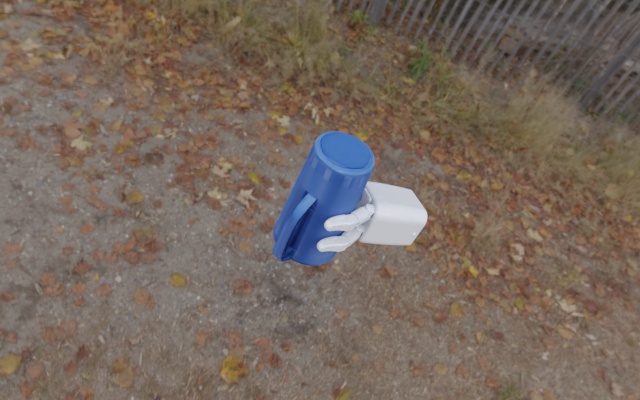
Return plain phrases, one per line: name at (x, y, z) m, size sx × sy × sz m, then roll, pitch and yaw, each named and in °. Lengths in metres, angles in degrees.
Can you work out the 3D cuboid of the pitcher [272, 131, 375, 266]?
pitcher at (0.000, 0.003, 0.859) m, size 0.145 × 0.149 × 0.243 m, roll 8°, pitch -45°, yaw -17°
